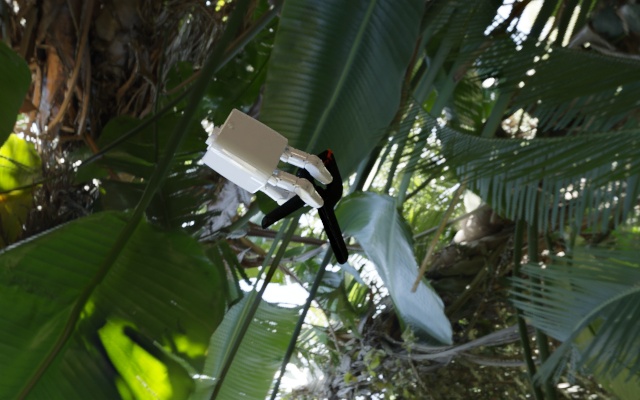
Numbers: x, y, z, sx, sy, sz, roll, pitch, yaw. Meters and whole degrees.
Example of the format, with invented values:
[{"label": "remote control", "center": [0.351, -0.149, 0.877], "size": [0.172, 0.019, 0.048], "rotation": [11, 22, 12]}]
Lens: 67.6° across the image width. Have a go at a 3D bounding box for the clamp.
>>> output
[{"label": "clamp", "center": [0.000, 0.003, 0.840], "size": [0.164, 0.209, 0.036], "rotation": [33, -38, -17]}]
